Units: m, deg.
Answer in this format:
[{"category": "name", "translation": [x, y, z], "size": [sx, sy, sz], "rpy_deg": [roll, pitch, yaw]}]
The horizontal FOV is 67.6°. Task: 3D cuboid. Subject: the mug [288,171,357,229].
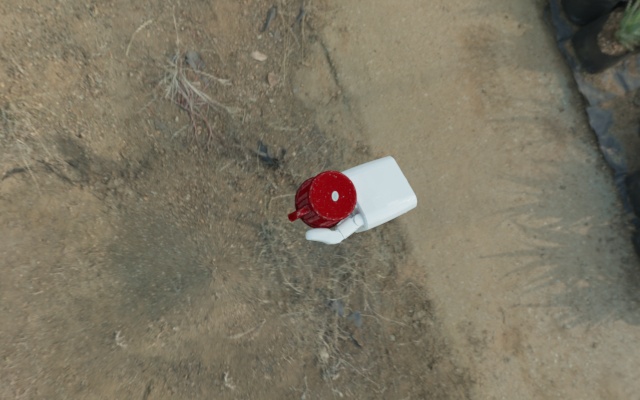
[{"category": "mug", "translation": [-0.001, 0.003, 0.775], "size": [0.117, 0.093, 0.081], "rpy_deg": [-24, -2, -16]}]
